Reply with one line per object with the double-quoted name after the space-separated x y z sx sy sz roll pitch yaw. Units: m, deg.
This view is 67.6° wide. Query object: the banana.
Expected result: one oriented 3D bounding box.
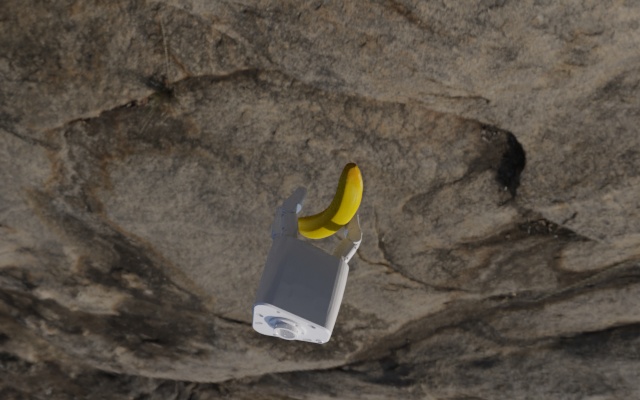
0.013 0.013 0.701 0.069 0.037 0.198 33 -40 -16 "banana"
